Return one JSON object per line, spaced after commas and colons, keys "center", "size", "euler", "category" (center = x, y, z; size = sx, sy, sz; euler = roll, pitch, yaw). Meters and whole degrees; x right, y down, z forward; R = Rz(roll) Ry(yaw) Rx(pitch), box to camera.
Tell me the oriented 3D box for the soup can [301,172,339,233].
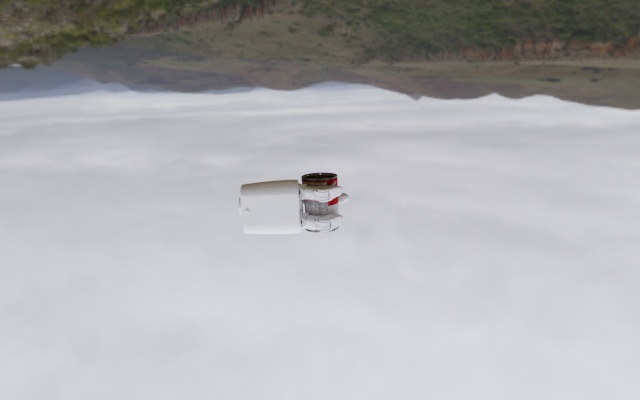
{"center": [0.001, 0.003, 0.899], "size": [0.068, 0.102, 0.068], "euler": [-3, 13, 1], "category": "soup can"}
